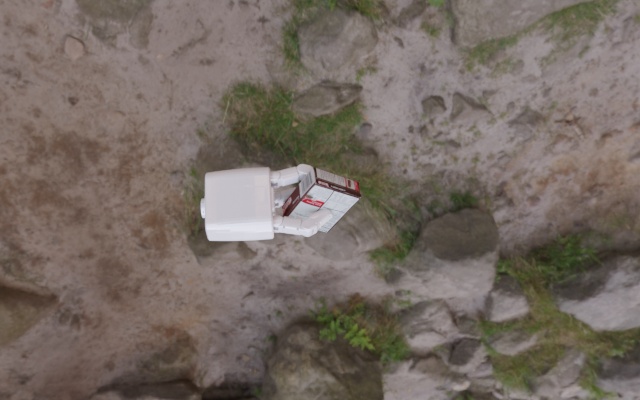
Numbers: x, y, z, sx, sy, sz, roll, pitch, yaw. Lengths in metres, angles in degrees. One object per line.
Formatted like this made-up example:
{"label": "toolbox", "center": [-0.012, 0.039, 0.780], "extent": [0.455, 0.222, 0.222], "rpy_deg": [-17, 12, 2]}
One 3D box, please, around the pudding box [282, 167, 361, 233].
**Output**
{"label": "pudding box", "center": [0.000, 0.003, 0.796], "extent": [0.090, 0.039, 0.113], "rpy_deg": [16, -42, -26]}
